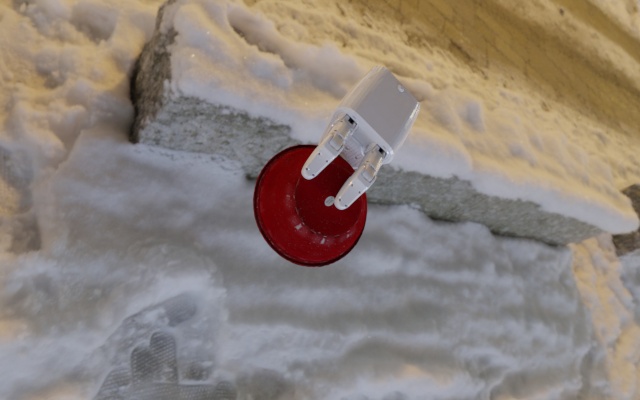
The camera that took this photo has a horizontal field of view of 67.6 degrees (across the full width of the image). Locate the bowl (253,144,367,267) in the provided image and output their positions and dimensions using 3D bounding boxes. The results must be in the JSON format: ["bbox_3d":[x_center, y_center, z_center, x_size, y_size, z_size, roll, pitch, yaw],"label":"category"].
[{"bbox_3d":[0.000,0.003,0.599,0.162,0.162,0.055,0,-8,-24],"label":"bowl"}]
